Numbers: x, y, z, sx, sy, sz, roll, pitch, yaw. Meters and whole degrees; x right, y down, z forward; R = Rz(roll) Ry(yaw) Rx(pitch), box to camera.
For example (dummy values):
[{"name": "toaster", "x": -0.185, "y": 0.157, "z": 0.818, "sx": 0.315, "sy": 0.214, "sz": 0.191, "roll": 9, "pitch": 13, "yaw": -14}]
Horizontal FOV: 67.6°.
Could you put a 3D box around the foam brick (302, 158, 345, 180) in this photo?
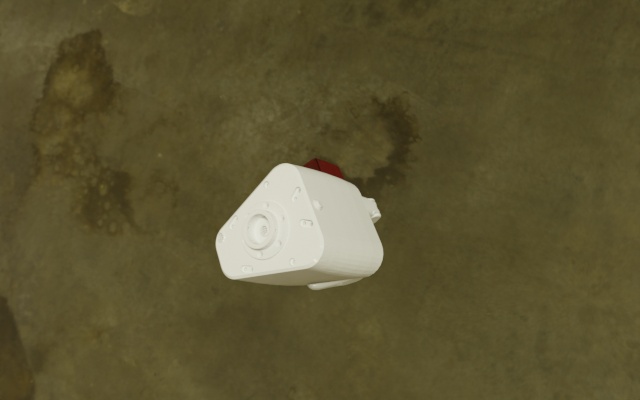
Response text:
[{"name": "foam brick", "x": 0.000, "y": 0.002, "z": 0.525, "sx": 0.053, "sy": 0.078, "sz": 0.051, "roll": -32, "pitch": -24, "yaw": 26}]
